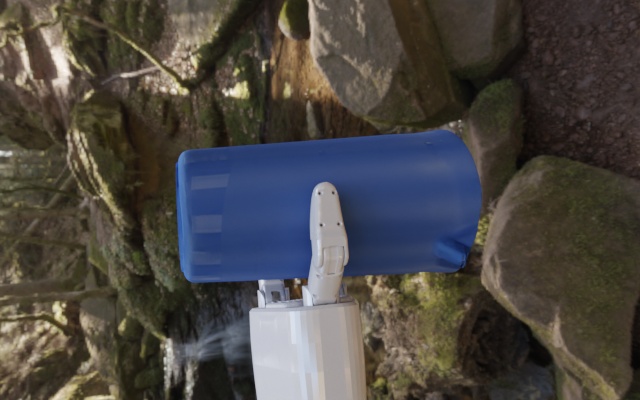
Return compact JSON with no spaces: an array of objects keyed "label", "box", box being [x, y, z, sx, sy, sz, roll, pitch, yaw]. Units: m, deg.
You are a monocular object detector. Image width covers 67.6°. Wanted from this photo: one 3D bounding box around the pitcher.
[{"label":"pitcher","box":[0.000,0.002,0.425,0.243,0.145,0.149,-3,-9,-15]}]
